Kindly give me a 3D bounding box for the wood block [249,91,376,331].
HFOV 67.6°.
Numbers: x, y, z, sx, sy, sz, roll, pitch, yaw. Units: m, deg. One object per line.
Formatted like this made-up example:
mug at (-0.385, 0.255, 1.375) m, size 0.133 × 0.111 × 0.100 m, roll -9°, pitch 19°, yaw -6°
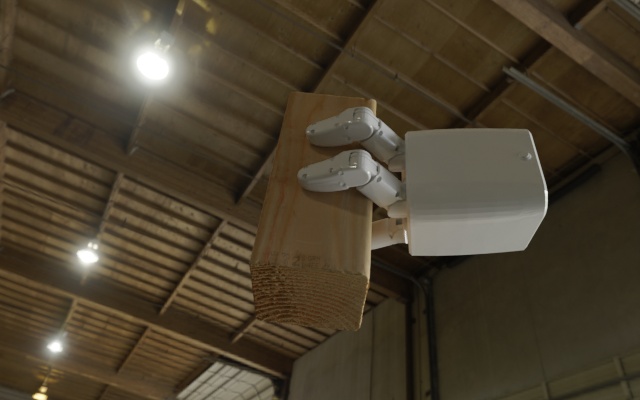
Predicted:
wood block at (0.000, 0.002, 0.439) m, size 0.090 × 0.206 × 0.091 m, roll 6°, pitch -41°, yaw 3°
